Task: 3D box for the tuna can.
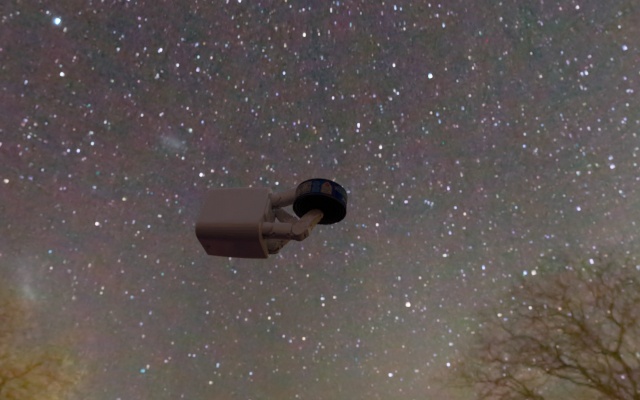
[{"bbox_3d":[0.000,0.002,0.761,0.086,0.033,0.086,6,-34,4],"label":"tuna can"}]
